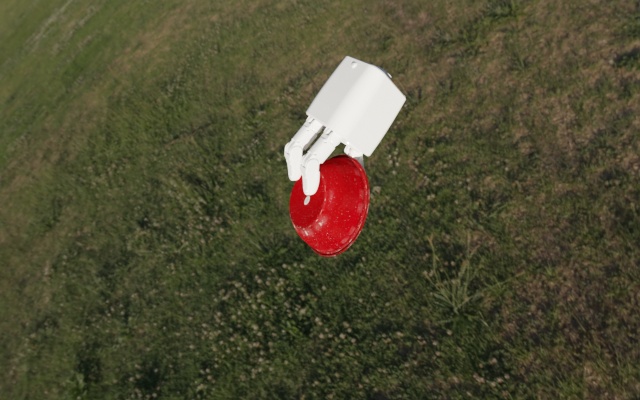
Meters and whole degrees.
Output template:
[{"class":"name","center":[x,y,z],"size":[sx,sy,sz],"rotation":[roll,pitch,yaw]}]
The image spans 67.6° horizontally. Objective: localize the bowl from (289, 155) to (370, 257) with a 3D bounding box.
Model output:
[{"class":"bowl","center":[-0.001,0.004,0.729],"size":[0.055,0.162,0.162],"rotation":[13,-8,-36]}]
